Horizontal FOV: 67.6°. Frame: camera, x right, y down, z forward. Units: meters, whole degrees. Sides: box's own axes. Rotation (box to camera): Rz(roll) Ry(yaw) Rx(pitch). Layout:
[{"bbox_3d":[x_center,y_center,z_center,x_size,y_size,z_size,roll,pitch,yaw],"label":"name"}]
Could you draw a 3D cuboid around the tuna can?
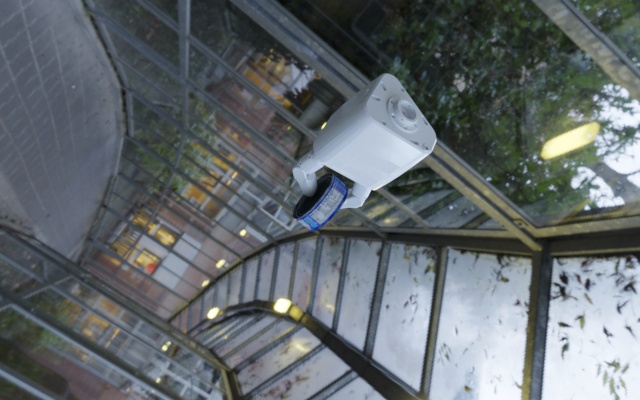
[{"bbox_3d":[0.000,0.003,0.692,0.034,0.086,0.086,41,-14,-17],"label":"tuna can"}]
